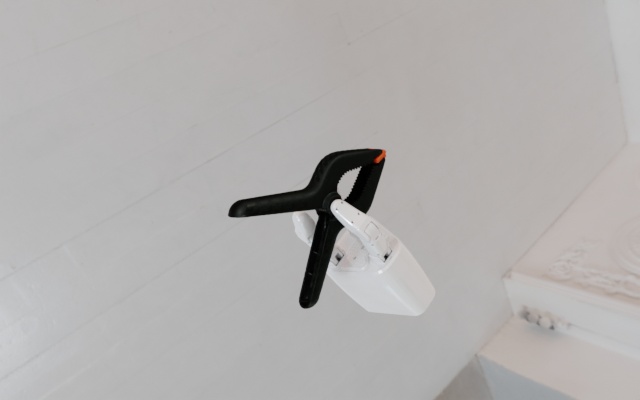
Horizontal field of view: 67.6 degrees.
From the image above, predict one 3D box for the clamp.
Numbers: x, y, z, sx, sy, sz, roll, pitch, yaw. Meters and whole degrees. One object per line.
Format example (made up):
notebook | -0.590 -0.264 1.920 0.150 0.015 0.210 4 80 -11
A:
clamp | 0.001 0.002 0.560 0.036 0.210 0.165 15 -29 52
